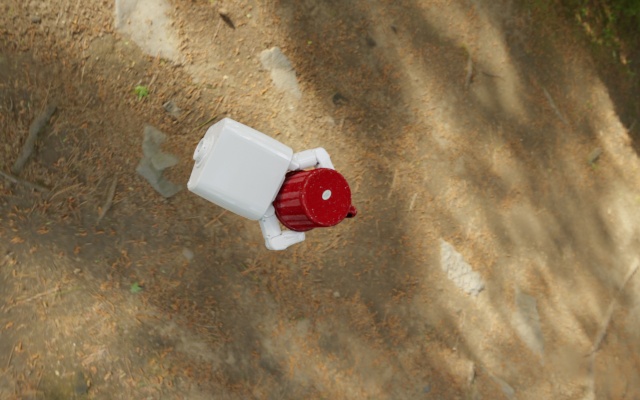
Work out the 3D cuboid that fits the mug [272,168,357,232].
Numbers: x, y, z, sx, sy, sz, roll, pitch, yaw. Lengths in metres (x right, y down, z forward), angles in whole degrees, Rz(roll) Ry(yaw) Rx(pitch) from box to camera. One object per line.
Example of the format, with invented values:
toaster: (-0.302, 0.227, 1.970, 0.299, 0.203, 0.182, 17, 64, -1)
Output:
mug: (0.001, 0.003, 0.679, 0.117, 0.093, 0.081, 24, -15, -26)
